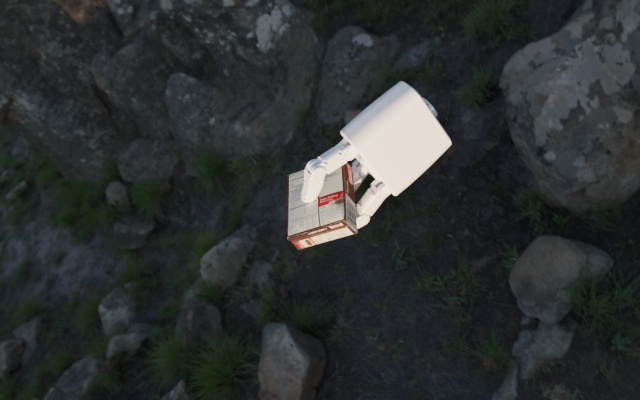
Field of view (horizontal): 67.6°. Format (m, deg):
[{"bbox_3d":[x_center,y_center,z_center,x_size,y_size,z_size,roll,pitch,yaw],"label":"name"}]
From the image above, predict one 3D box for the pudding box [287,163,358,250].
[{"bbox_3d":[0.000,0.002,0.658,0.090,0.113,0.039,-18,-40,22],"label":"pudding box"}]
